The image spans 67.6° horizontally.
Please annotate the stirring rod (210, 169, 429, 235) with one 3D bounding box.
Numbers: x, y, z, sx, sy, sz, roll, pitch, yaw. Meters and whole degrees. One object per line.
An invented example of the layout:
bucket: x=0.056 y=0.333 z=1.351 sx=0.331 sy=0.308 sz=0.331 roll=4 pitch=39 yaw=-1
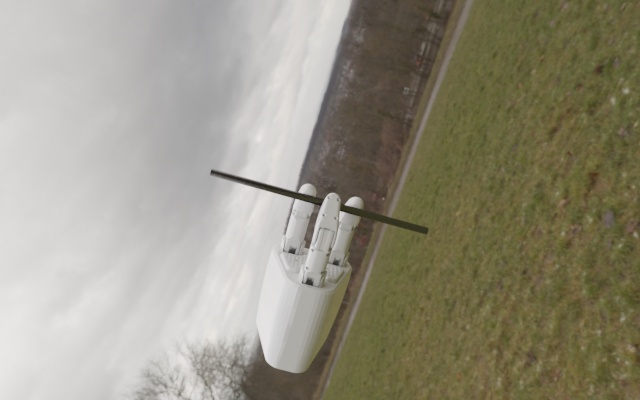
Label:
stirring rod: x=0.000 y=0.002 z=0.512 sx=0.239 sy=0.011 sz=0.011 roll=15 pitch=-1 yaw=-3
